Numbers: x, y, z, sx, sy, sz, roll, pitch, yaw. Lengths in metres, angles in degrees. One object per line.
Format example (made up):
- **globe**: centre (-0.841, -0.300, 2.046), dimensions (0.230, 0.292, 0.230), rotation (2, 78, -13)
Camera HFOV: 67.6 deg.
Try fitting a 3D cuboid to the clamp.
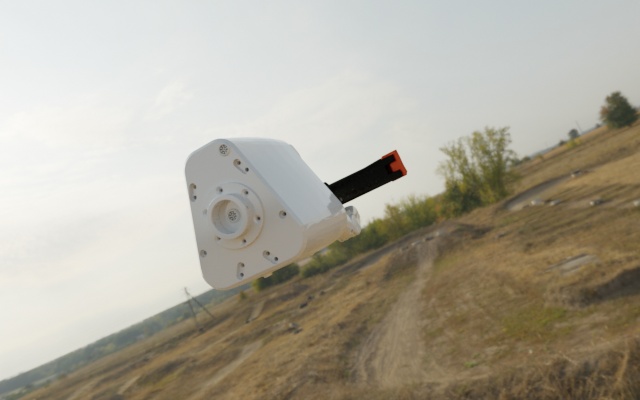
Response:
- **clamp**: centre (0.000, 0.001, 0.541), dimensions (0.210, 0.036, 0.164), rotation (-27, 0, 17)
